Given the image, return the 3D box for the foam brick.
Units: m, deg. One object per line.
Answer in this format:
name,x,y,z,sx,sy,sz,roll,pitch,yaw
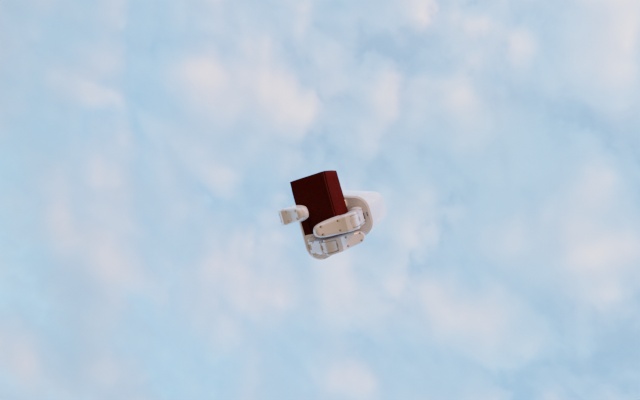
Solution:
foam brick,0.000,0.002,0.648,0.053,0.078,0.051,-14,2,22
